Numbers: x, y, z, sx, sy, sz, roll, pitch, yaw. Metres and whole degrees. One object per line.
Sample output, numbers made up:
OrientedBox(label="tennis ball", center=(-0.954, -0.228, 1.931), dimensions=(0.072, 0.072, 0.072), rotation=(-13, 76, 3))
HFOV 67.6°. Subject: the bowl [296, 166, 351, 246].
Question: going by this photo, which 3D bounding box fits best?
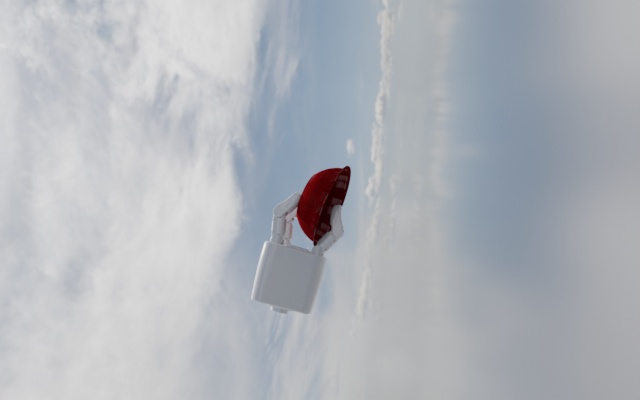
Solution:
OrientedBox(label="bowl", center=(0.000, 0.002, 0.880), dimensions=(0.055, 0.162, 0.162), rotation=(23, 5, 13))
